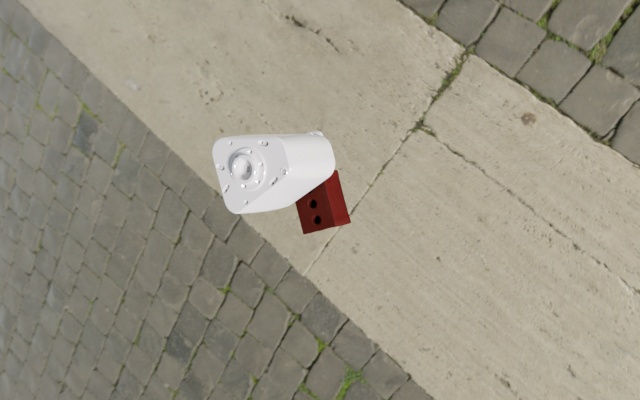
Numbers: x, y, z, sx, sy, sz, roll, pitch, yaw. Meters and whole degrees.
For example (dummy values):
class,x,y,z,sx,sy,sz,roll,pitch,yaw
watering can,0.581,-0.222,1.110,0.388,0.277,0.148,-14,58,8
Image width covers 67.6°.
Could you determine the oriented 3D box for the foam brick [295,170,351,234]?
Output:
class,x,y,z,sx,sy,sz,roll,pitch,yaw
foam brick,0.000,0.002,0.653,0.053,0.078,0.051,-16,-1,28
